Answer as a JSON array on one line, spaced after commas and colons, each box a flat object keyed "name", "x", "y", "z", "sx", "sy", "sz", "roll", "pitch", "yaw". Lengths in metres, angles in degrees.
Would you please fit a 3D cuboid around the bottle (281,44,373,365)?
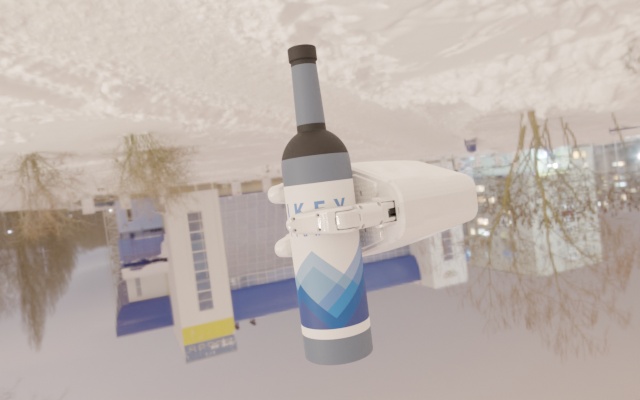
[{"name": "bottle", "x": 0.000, "y": 0.002, "z": 0.458, "sx": 0.069, "sy": 0.296, "sz": 0.069, "roll": -7, "pitch": 2, "yaw": 0}]
